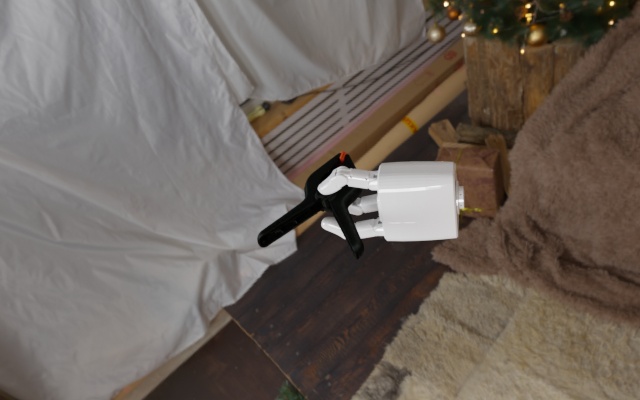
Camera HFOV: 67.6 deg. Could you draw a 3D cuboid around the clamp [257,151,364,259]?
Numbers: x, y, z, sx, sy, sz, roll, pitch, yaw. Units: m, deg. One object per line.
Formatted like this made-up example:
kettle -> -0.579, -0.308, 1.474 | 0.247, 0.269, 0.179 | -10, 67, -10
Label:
clamp -> 0.000, 0.001, 0.742 | 0.164, 0.209, 0.036 | 0, -44, 17
